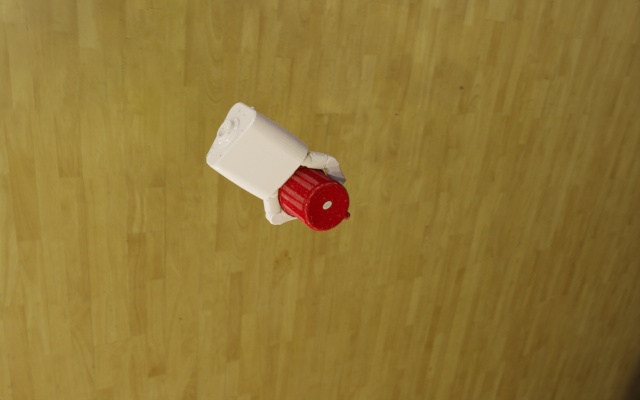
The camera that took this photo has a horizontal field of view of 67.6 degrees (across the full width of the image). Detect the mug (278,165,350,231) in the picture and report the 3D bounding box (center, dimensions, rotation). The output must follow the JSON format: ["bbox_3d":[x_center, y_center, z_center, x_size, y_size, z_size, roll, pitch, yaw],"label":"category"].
[{"bbox_3d":[0.001,0.003,0.752,0.117,0.093,0.081,31,1,-36],"label":"mug"}]
